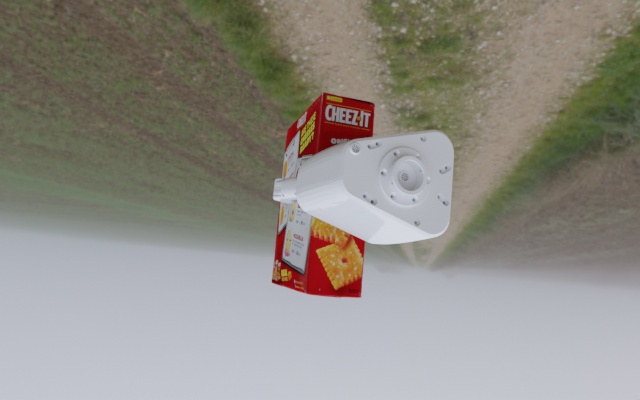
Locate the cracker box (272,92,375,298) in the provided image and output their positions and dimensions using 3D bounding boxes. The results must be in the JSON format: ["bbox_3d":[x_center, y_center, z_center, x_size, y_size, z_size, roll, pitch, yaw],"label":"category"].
[{"bbox_3d":[0.000,0.002,0.575,0.072,0.213,0.164,8,-8,-17],"label":"cracker box"}]
